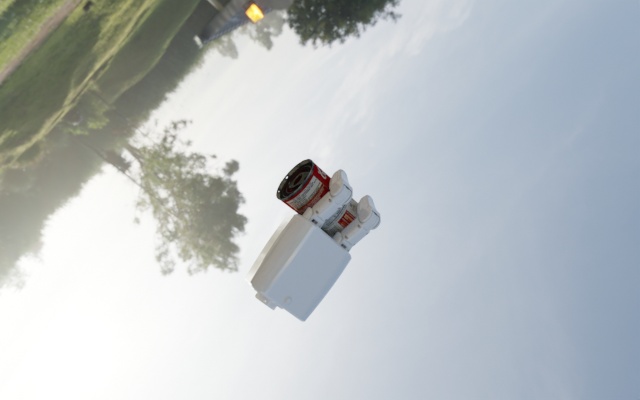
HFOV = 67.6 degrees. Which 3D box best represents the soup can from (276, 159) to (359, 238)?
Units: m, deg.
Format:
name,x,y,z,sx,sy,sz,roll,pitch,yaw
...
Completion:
name,x,y,z,sx,sy,sz,roll,pitch,yaw
soup can,0.001,0.002,0.642,0.102,0.068,0.068,41,-20,-24
